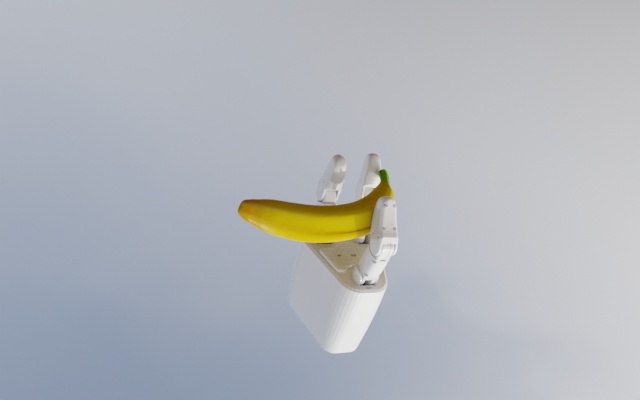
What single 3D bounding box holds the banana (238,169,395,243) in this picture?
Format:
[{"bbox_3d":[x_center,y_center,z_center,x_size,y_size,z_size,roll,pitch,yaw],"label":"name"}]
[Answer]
[{"bbox_3d":[0.013,0.013,0.494,0.198,0.037,0.069,-12,48,-37],"label":"banana"}]
